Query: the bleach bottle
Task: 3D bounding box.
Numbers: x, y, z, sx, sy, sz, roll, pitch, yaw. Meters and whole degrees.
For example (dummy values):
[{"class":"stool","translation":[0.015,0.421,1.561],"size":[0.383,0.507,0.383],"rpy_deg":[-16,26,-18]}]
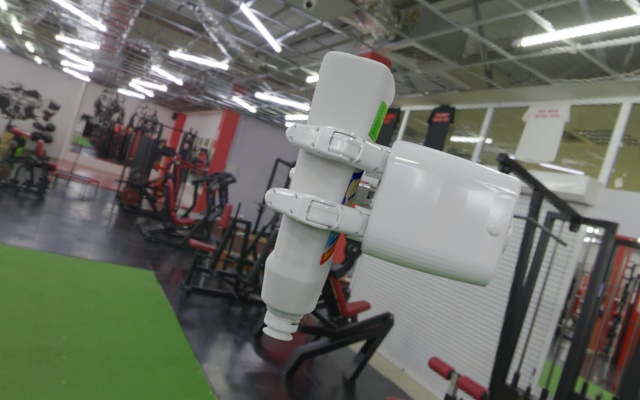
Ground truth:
[{"class":"bleach bottle","translation":[0.000,0.001,0.438],"size":[0.068,0.251,0.102],"rpy_deg":[17,0,10]}]
